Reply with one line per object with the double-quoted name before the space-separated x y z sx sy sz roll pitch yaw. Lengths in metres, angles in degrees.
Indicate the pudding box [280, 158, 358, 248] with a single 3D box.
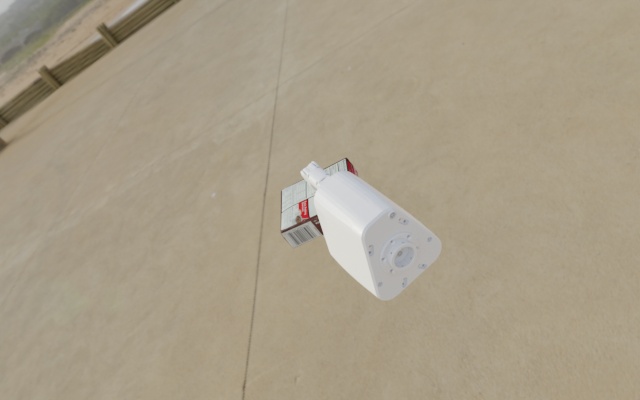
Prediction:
"pudding box" 0.000 0.002 0.645 0.113 0.039 0.090 -24 38 17
